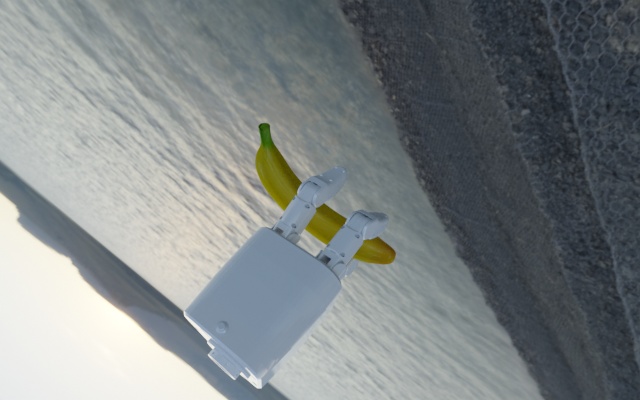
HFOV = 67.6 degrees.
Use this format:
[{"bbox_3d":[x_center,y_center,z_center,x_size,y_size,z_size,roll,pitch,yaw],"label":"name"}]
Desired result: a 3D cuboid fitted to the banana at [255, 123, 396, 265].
[{"bbox_3d":[-0.007,0.007,0.510,0.037,0.198,0.070,-43,-7,-28],"label":"banana"}]
